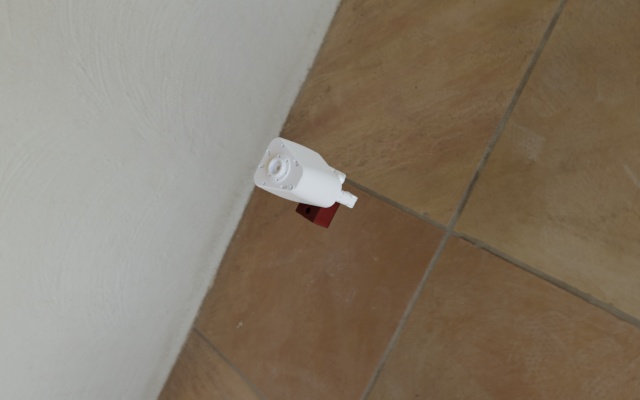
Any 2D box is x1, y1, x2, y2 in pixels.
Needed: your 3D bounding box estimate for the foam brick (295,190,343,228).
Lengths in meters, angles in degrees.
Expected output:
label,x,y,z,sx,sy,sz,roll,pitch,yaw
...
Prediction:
label,x,y,z,sx,sy,sz,roll,pitch,yaw
foam brick,0.000,0.003,0.894,0.053,0.078,0.051,32,8,37
